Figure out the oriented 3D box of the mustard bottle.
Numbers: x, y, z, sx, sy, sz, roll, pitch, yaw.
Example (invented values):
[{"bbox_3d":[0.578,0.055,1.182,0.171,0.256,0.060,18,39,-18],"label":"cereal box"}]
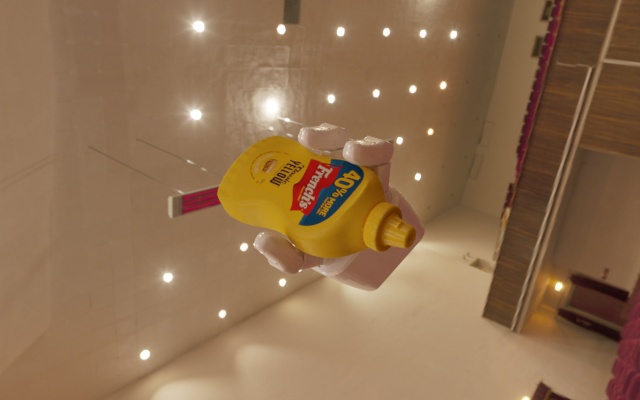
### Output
[{"bbox_3d":[0.000,0.001,0.435,0.191,0.058,0.096,22,58,35],"label":"mustard bottle"}]
